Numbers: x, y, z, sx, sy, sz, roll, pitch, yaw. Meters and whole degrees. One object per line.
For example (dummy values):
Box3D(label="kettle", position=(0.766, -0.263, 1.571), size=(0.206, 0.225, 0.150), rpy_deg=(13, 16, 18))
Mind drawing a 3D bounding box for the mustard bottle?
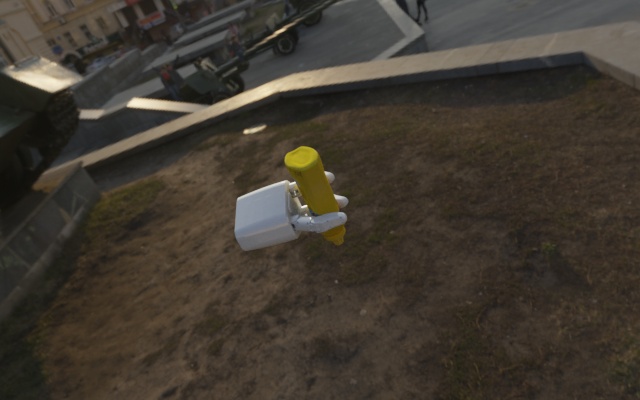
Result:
Box3D(label="mustard bottle", position=(0.000, 0.002, 0.849), size=(0.058, 0.192, 0.096), rpy_deg=(-29, 29, -9))
